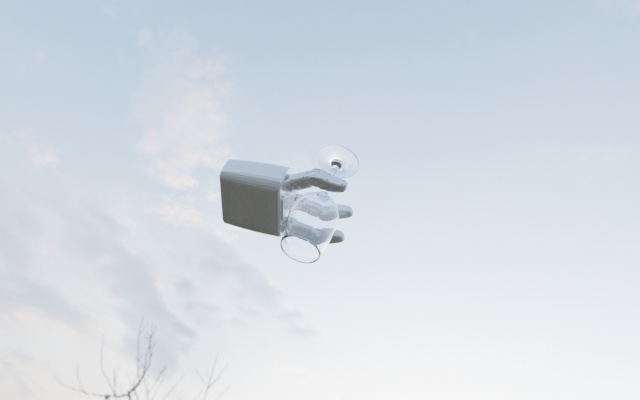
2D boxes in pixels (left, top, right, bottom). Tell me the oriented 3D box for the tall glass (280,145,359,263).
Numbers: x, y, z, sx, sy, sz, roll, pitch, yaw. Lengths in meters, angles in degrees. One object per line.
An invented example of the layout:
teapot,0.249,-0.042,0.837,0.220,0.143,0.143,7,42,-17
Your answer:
tall glass,0.000,0.002,0.755,0.079,0.079,0.201,0,44,24
